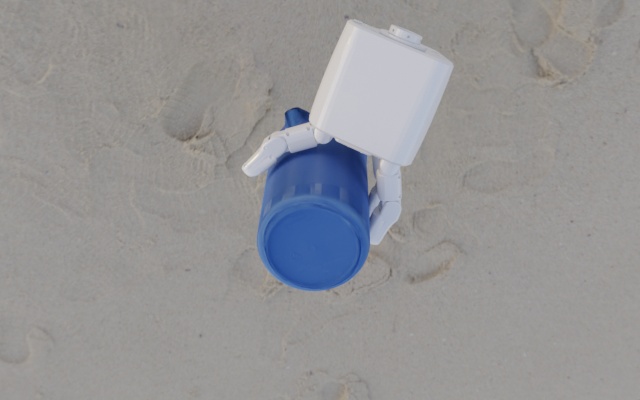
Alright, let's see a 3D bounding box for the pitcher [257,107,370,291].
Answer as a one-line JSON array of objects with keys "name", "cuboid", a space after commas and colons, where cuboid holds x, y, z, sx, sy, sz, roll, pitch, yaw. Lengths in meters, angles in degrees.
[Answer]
[{"name": "pitcher", "cuboid": [0.000, 0.002, 0.555, 0.149, 0.145, 0.242, 20, 25, -8]}]
